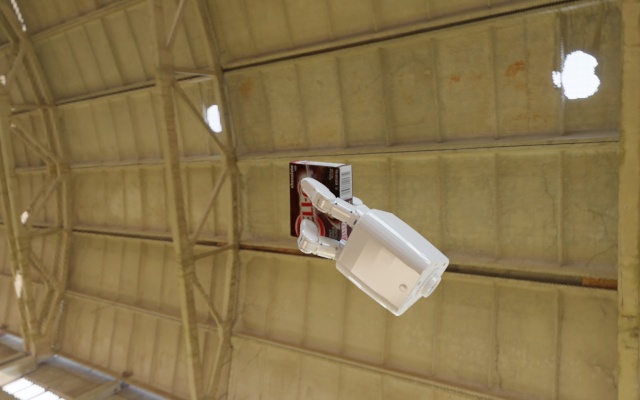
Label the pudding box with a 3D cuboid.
[{"bbox_3d":[0.000,0.002,0.675,0.090,0.113,0.039,8,12,36],"label":"pudding box"}]
